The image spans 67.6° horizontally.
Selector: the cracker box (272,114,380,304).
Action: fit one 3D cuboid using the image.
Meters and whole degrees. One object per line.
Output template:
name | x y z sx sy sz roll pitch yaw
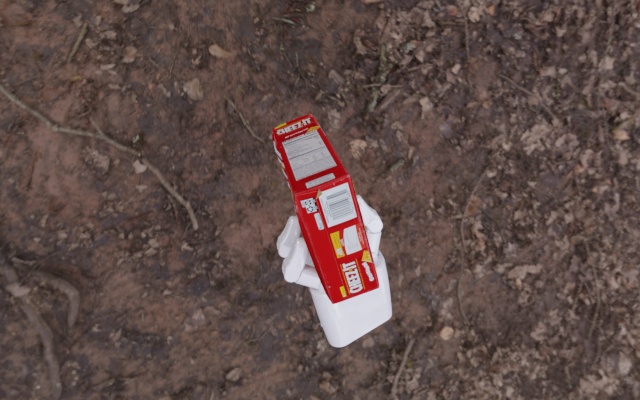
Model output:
cracker box | 0.000 0.002 0.626 0.072 0.164 0.213 -20 30 -3
